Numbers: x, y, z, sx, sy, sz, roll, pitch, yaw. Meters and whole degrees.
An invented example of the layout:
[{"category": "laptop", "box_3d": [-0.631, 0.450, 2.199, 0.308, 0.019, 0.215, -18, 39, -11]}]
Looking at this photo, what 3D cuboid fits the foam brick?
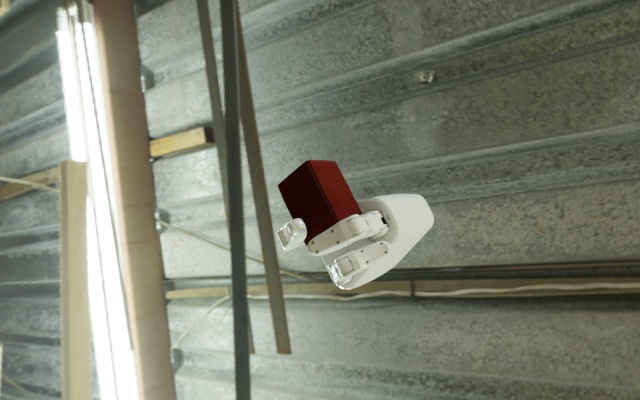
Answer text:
[{"category": "foam brick", "box_3d": [0.000, 0.001, 0.519, 0.053, 0.078, 0.051, -34, -15, 35]}]
